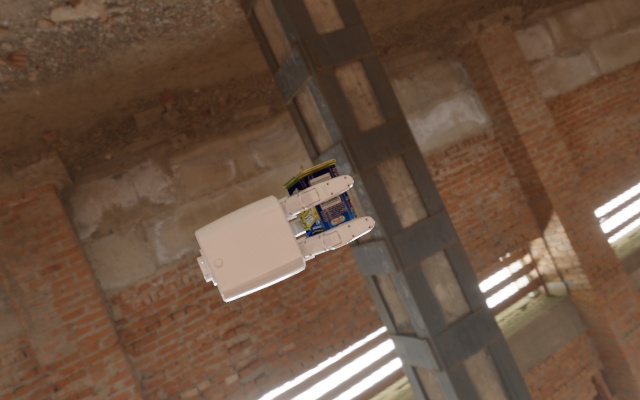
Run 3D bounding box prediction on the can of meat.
[{"bbox_3d":[0.000,0.002,0.621,0.057,0.084,0.102,-23,-2,-19],"label":"can of meat"}]
